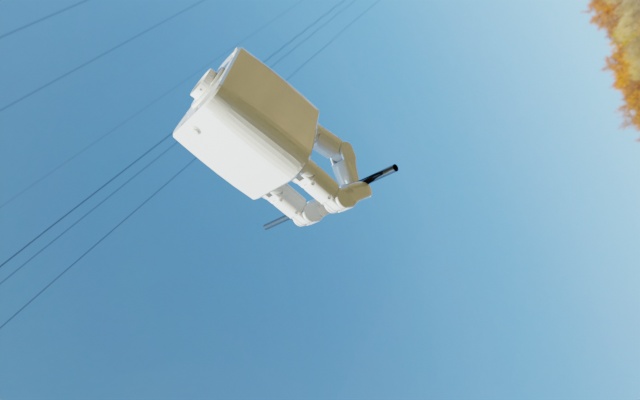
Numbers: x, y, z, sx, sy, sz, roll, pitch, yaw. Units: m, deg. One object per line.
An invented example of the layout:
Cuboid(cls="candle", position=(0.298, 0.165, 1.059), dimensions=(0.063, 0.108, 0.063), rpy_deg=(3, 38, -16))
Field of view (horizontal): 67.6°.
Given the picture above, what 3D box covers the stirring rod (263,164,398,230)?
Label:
Cuboid(cls="stirring rod", position=(0.000, 0.002, 0.564), dimensions=(0.011, 0.011, 0.239), rpy_deg=(0, -17, -40))
